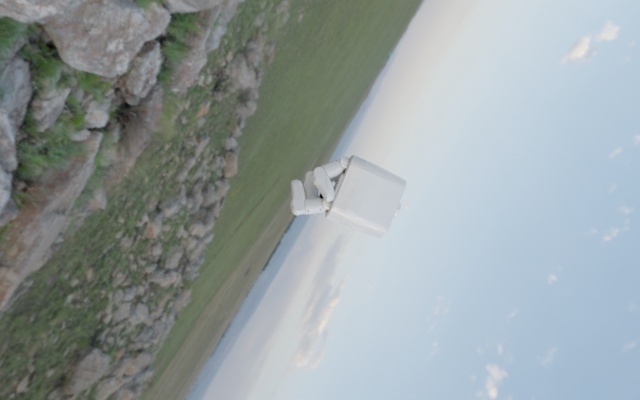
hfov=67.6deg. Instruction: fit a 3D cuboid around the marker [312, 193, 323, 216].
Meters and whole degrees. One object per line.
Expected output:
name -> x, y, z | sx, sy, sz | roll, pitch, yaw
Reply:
marker -> 0.000, 0.003, 0.860 | 0.020, 0.020, 0.121 | 0, -17, -11
